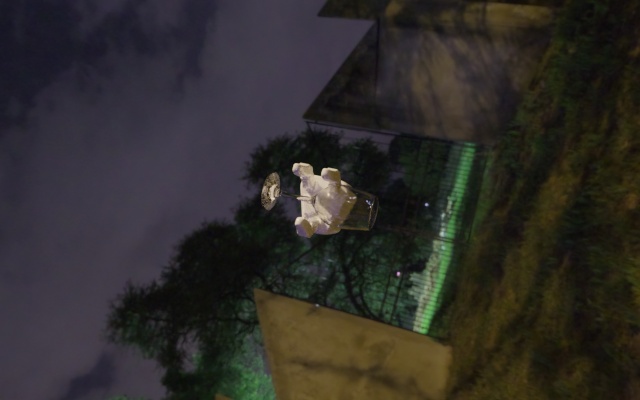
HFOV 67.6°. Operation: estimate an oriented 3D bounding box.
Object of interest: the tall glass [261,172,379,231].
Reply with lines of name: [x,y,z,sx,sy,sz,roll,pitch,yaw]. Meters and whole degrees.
tall glass: [-0.001,0.003,0.859,0.201,0.079,0.079,12,4,18]
